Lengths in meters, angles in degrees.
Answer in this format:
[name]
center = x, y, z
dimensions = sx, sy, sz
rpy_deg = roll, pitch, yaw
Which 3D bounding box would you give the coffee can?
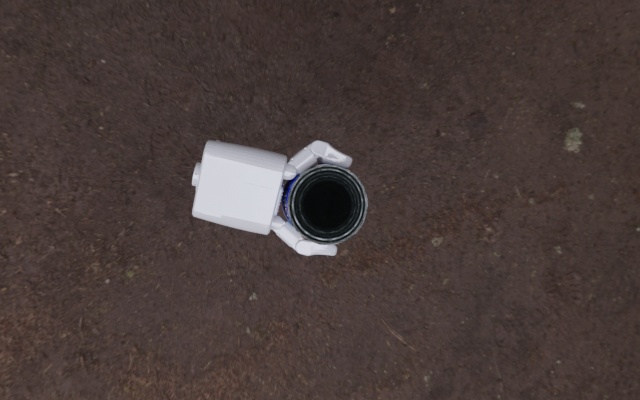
[coffee can]
center = 0.000, 0.002, 0.667
dimensions = 0.103, 0.103, 0.140
rpy_deg = 0, 3, -8
